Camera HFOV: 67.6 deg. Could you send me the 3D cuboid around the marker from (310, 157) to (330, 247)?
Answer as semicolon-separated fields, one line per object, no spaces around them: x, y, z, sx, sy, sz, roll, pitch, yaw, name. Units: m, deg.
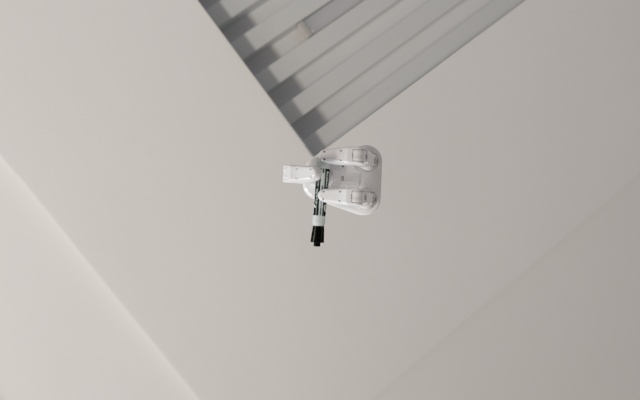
0.000;0.002;0.647;0.020;0.121;0.020;5;-1;0;marker
